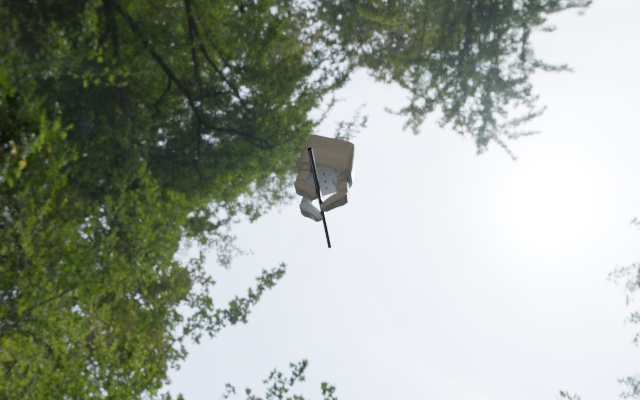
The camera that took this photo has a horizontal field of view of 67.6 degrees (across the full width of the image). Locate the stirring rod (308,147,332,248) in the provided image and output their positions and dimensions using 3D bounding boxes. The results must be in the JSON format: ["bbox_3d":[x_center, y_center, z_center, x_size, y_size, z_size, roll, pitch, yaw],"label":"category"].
[{"bbox_3d":[0.000,0.003,0.897,0.011,0.240,0.011,-7,39,6],"label":"stirring rod"}]
